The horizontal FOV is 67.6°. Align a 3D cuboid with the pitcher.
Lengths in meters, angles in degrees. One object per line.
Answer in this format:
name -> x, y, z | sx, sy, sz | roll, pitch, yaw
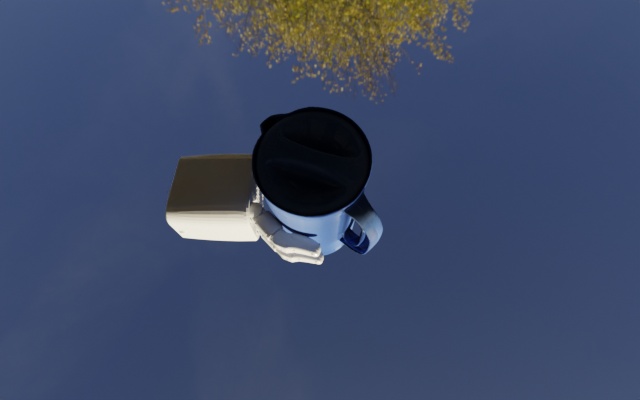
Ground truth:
pitcher -> 0.000, 0.002, 0.626 | 0.145, 0.149, 0.243 | 0, -20, 2
